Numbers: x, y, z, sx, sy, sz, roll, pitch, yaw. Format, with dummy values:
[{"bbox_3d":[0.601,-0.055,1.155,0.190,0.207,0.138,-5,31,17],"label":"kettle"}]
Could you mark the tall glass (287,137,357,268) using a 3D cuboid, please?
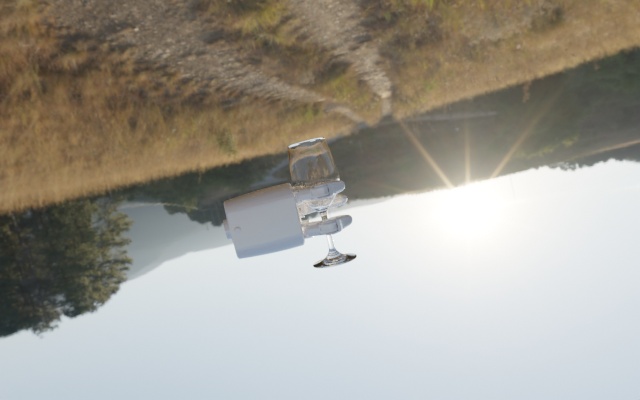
[{"bbox_3d":[0.000,0.003,0.770,0.079,0.201,0.079,-13,4,1],"label":"tall glass"}]
